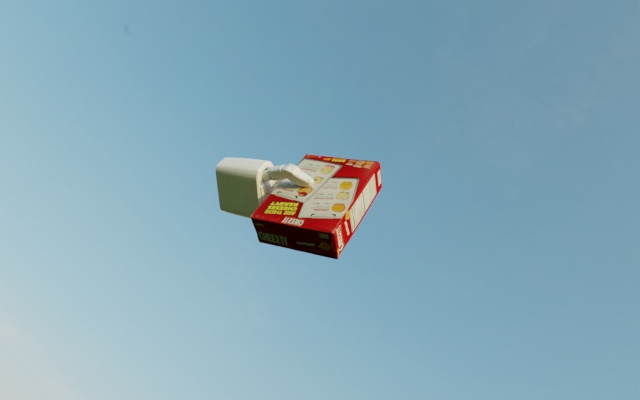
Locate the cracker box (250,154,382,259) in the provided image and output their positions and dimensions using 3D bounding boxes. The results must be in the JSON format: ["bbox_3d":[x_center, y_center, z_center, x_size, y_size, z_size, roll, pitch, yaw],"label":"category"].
[{"bbox_3d":[0.000,0.003,0.883,0.164,0.072,0.213,9,41,27],"label":"cracker box"}]
